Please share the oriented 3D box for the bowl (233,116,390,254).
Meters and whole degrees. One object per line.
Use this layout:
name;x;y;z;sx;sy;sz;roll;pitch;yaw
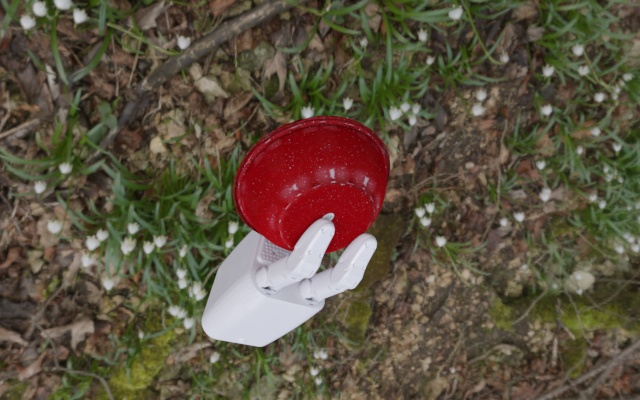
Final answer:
bowl;0.001;0.001;0.459;0.162;0.162;0.055;0;40;-20
